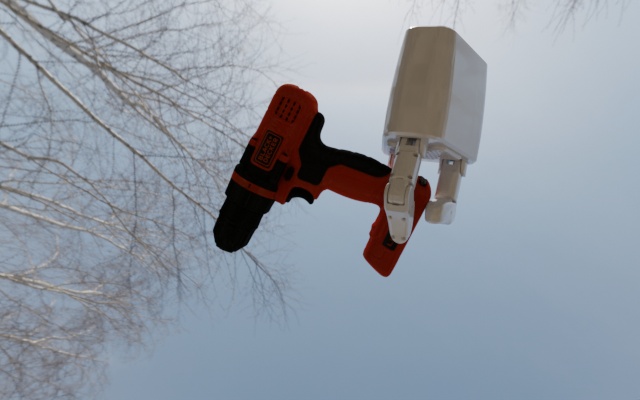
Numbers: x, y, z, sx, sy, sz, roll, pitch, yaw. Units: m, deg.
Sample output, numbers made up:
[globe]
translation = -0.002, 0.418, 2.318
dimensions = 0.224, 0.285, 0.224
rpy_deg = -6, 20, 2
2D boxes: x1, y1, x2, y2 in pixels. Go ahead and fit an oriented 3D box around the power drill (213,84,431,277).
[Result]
[power drill]
translation = 0.001, 0.002, 0.481
dimensions = 0.187, 0.184, 0.057
rpy_deg = 27, 11, 1
